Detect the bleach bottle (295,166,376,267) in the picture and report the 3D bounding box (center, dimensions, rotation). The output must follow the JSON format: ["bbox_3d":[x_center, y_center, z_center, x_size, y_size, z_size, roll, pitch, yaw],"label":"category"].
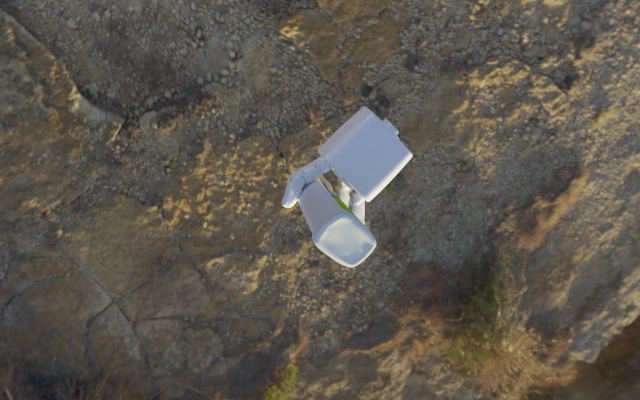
[{"bbox_3d":[0.000,0.003,0.784,0.103,0.068,0.250,40,9,-33],"label":"bleach bottle"}]
